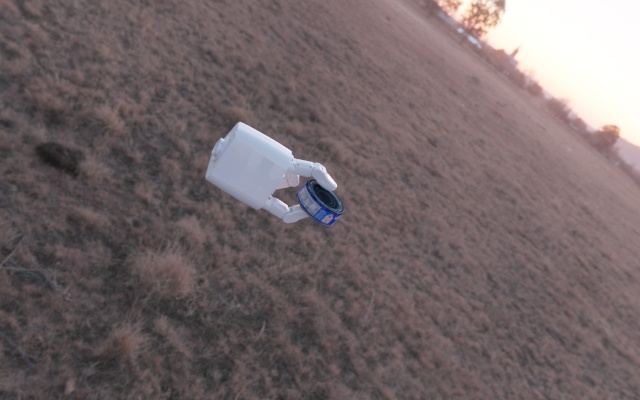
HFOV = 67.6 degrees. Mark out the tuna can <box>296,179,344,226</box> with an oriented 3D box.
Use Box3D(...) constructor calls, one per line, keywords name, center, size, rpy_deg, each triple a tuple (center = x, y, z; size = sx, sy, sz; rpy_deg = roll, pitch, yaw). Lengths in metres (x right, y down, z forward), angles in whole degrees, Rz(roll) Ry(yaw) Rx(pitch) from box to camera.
Box3D(name="tuna can", center=(0.001, 0.002, 0.841), size=(0.034, 0.086, 0.086), rpy_deg=(-46, -21, 22))
